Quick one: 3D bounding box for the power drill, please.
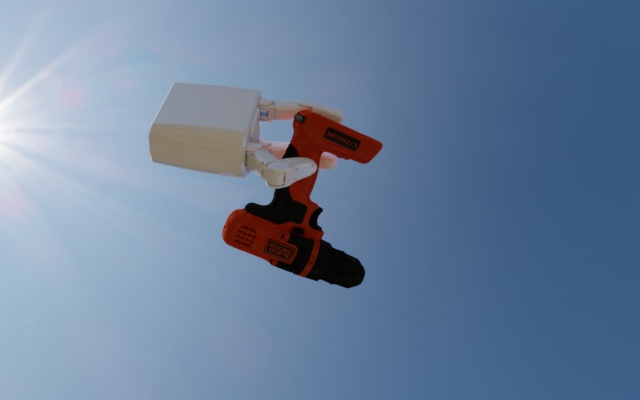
[{"bbox_3d":[0.000,0.001,0.566,0.184,0.187,0.057,23,7,-17],"label":"power drill"}]
